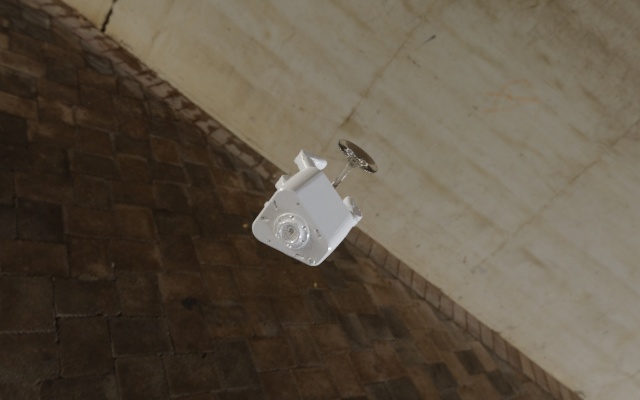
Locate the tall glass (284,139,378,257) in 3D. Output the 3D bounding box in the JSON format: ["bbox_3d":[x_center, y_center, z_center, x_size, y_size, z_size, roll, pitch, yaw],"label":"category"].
[{"bbox_3d":[0.001,0.002,0.761,0.079,0.201,0.079,30,27,-17],"label":"tall glass"}]
